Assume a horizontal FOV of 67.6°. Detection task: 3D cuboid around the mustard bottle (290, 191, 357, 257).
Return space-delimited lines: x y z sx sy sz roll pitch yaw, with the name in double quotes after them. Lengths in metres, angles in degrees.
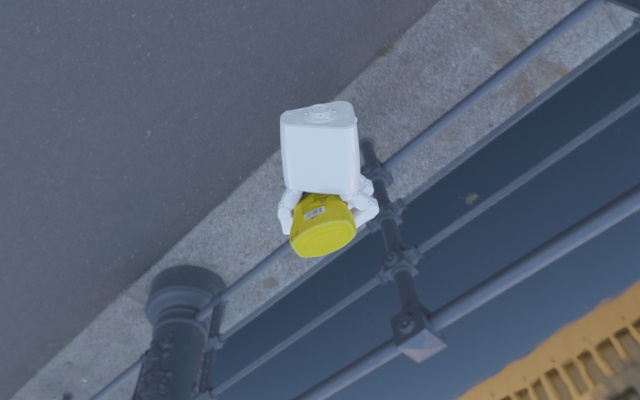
0.000 0.003 0.752 0.096 0.058 0.191 -25 32 14 "mustard bottle"
